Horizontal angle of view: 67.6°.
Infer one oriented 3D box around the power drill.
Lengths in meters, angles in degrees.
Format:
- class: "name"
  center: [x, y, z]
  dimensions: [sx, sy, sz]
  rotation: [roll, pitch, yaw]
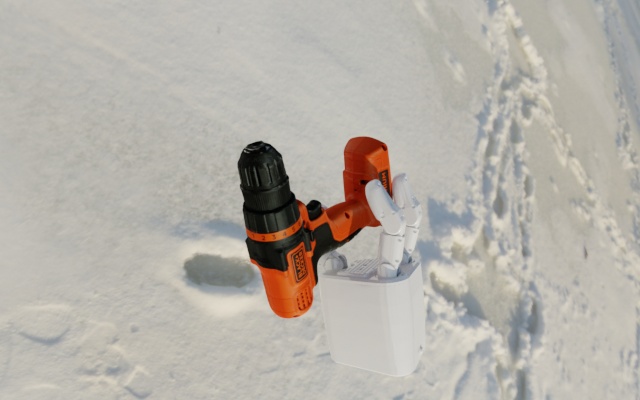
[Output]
- class: "power drill"
  center: [0.000, 0.002, 0.489]
  dimensions: [0.057, 0.184, 0.187]
  rotation: [18, 38, 37]
